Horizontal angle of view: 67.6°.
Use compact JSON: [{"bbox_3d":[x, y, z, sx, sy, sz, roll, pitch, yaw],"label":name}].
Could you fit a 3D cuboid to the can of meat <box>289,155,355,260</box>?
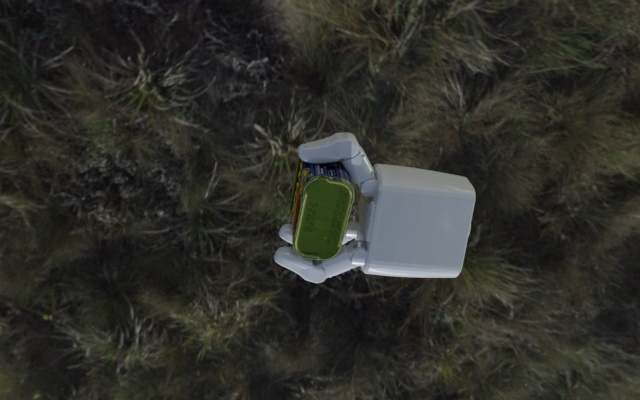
[{"bbox_3d":[0.000,0.002,0.514,0.057,0.102,0.084,8,28,-8],"label":"can of meat"}]
